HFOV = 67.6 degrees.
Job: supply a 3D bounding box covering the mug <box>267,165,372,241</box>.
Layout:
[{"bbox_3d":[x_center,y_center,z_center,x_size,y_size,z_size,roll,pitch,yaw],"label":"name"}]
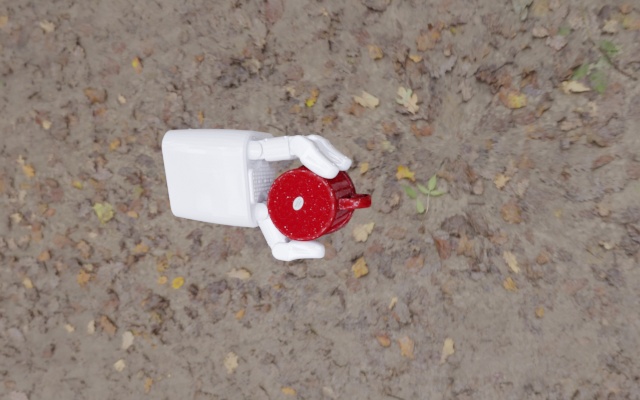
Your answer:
[{"bbox_3d":[0.001,0.002,0.551,0.117,0.093,0.081,3,7,16],"label":"mug"}]
